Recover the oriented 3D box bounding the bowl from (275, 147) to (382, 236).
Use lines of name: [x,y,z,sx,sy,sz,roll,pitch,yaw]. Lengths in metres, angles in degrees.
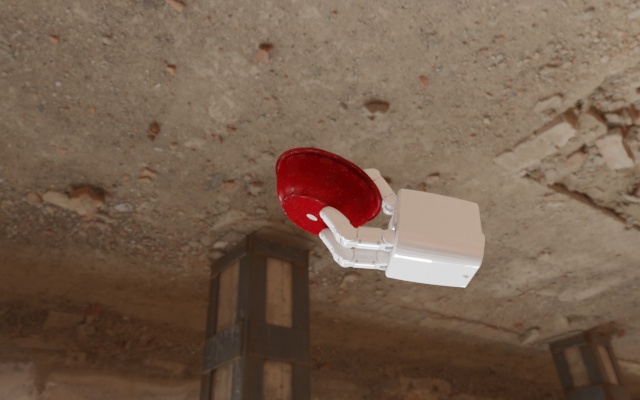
bowl: [-0.001,0.002,0.657,0.162,0.055,0.162,19,-31,12]
